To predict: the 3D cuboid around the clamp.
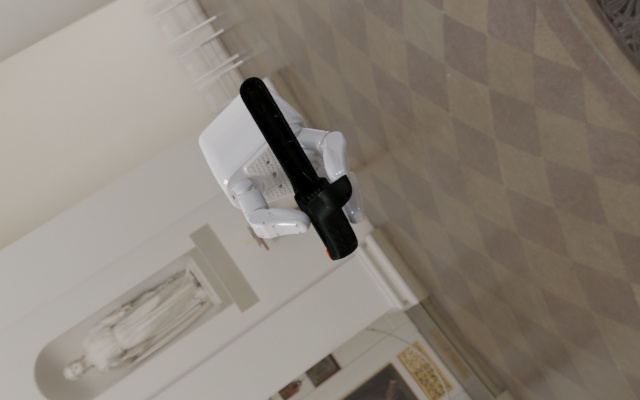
[{"bbox_3d":[-0.001,0.002,0.445,0.036,0.210,0.164,-32,45,-7],"label":"clamp"}]
